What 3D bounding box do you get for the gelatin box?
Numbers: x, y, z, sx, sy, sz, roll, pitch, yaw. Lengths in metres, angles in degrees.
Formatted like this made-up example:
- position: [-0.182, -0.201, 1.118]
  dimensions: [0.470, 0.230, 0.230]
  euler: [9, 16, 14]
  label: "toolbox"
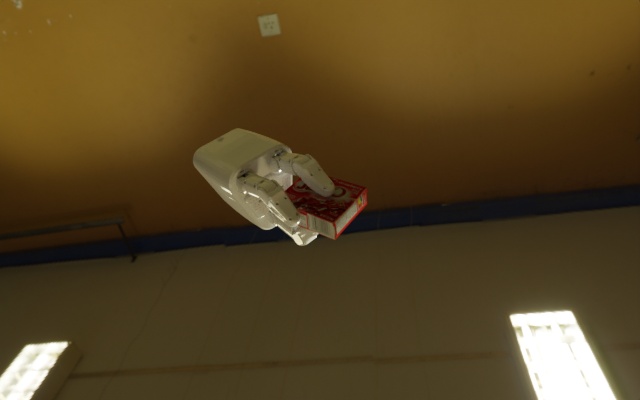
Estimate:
- position: [0.000, 0.002, 0.574]
  dimensions: [0.089, 0.030, 0.073]
  euler: [19, 45, 30]
  label: "gelatin box"
